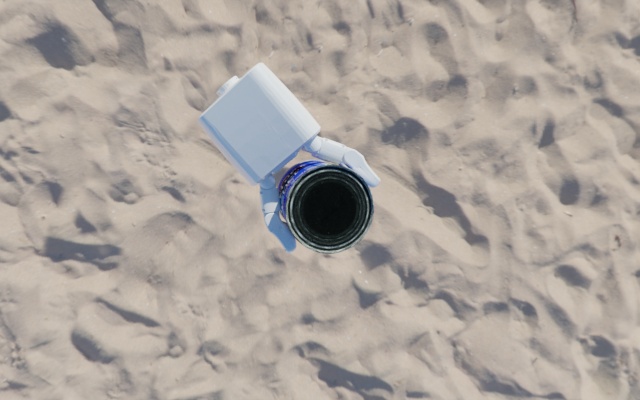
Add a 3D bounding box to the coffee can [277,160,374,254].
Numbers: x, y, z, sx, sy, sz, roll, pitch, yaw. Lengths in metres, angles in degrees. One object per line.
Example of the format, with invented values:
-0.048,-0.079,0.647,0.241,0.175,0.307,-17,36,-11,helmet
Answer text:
0.000,0.002,0.605,0.103,0.103,0.140,0,7,-9,coffee can
